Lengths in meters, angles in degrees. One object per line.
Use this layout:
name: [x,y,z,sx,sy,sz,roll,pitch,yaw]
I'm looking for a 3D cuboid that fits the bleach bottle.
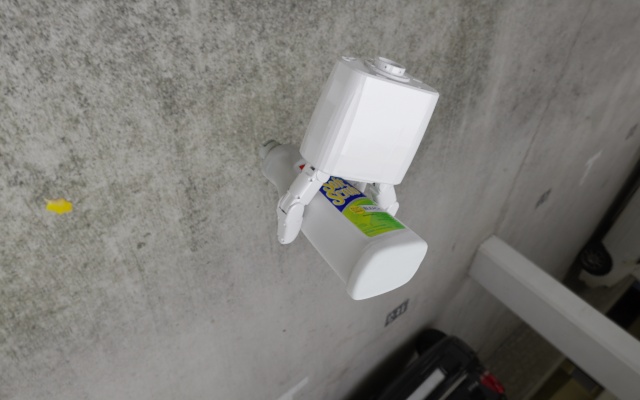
bleach bottle: [0.000,0.002,0.552,0.102,0.068,0.250,-6,38,-43]
